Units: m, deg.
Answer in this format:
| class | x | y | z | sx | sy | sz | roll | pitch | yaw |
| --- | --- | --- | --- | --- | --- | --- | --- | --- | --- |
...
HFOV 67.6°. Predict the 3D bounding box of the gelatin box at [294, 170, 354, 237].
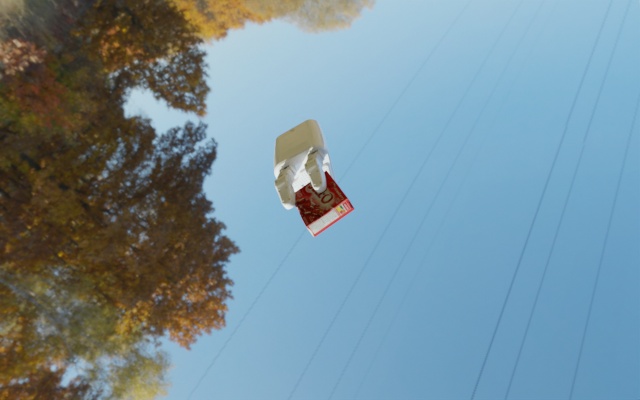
| class | x | y | z | sx | sy | sz | roll | pitch | yaw |
| --- | --- | --- | --- | --- | --- | --- | --- | --- | --- |
| gelatin box | 0.000 | 0.003 | 0.721 | 0.073 | 0.030 | 0.089 | -34 | 39 | 2 |
